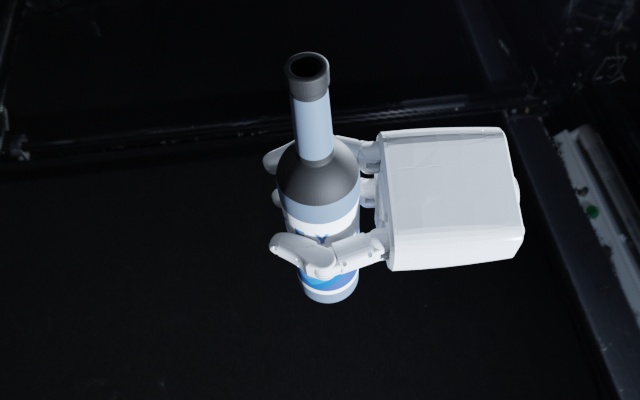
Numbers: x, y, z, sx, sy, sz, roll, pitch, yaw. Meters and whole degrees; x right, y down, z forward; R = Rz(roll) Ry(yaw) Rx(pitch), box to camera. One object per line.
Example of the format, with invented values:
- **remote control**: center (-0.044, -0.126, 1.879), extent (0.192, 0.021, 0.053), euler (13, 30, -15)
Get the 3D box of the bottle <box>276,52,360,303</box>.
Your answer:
- **bottle**: center (0.000, 0.001, 0.407), extent (0.069, 0.069, 0.296), euler (0, -34, 4)
